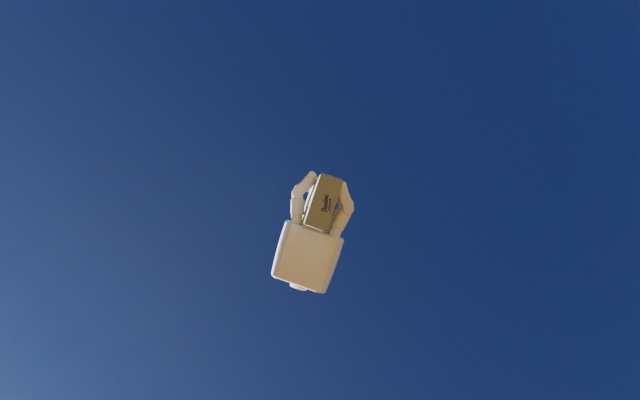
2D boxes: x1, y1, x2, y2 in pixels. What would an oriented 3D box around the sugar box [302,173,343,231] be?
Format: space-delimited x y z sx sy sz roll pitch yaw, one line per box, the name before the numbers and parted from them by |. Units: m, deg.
sugar box | 0.001 0.003 0.872 0.048 0.093 0.176 19 0 -6
